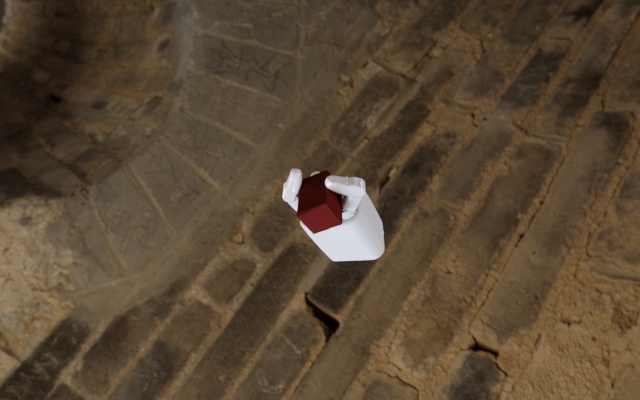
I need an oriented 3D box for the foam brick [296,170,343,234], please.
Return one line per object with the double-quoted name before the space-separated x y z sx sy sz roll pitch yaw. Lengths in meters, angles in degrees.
"foam brick" 0.000 0.003 0.728 0.053 0.078 0.051 -20 -50 21
